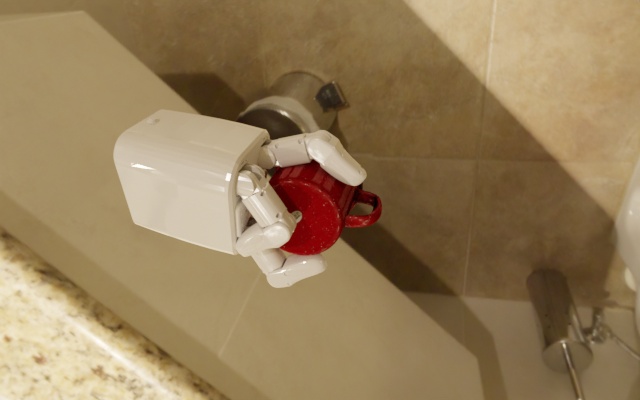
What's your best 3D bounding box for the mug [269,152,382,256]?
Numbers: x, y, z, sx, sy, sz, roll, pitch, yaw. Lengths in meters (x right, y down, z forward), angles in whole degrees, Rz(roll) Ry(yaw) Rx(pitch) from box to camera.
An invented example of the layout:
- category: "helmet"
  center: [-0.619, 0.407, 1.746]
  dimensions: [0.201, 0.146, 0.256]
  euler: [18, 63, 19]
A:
- category: "mug"
  center: [0.001, 0.002, 0.456]
  dimensions: [0.117, 0.093, 0.081]
  euler: [13, 31, 7]
